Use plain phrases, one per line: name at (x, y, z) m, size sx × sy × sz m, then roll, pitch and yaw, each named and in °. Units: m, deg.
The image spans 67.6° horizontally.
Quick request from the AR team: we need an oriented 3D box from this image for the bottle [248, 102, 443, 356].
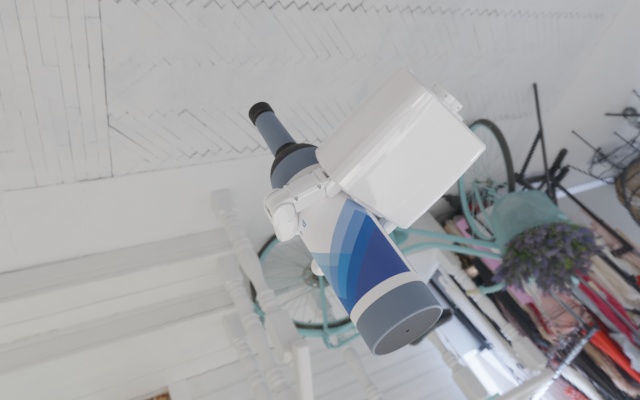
bottle at (0.000, 0.002, 0.455) m, size 0.069 × 0.069 × 0.295 m, roll 0°, pitch 44°, yaw -40°
